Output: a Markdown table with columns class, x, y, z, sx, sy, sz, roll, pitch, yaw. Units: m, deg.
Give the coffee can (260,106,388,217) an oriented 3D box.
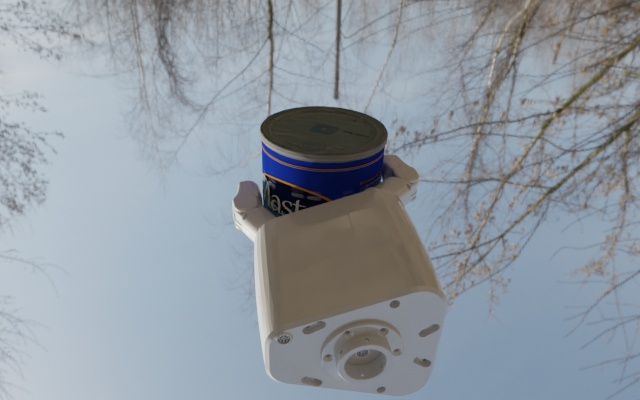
| class | x | y | z | sx | sy | sz | roll | pitch | yaw |
| --- | --- | --- | --- | --- | --- | --- | --- | --- | --- |
| coffee can | 0.000 | 0.001 | 0.418 | 0.103 | 0.140 | 0.102 | 2 | 31 | -1 |
